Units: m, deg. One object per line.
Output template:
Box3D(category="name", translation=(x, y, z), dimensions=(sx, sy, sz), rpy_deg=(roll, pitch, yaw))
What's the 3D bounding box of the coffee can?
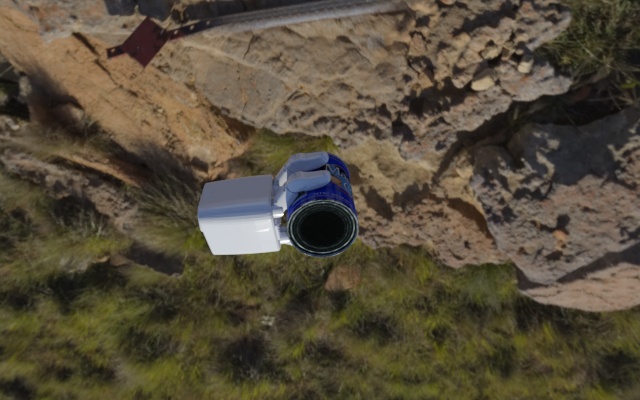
Box3D(category="coffee can", translation=(0.000, 0.002, 0.727), dimensions=(0.103, 0.103, 0.140), rpy_deg=(0, 34, -3))
